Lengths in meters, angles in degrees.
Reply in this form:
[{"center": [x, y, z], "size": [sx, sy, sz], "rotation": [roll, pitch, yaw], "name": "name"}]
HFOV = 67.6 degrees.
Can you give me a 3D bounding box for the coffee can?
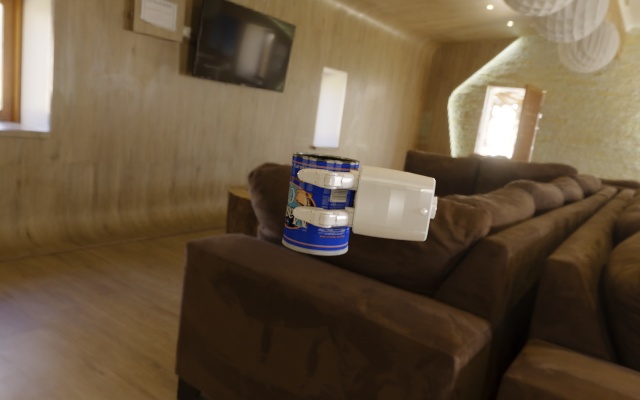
[{"center": [0.000, 0.003, 0.733], "size": [0.103, 0.140, 0.103], "rotation": [7, 10, -1], "name": "coffee can"}]
